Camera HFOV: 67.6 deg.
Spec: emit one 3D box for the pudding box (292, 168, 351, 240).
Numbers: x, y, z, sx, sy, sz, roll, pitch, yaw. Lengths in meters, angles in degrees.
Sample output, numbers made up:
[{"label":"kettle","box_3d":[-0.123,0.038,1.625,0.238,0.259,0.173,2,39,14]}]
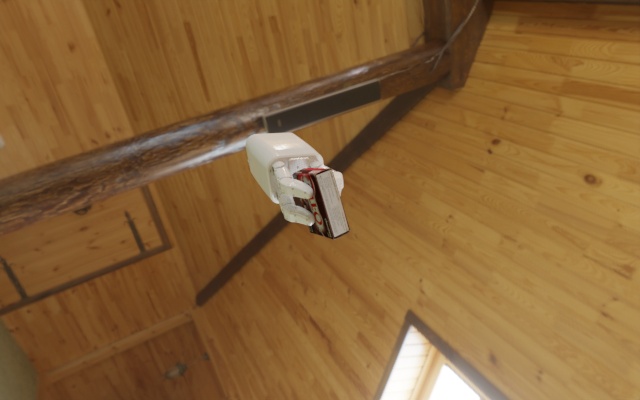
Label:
[{"label":"pudding box","box_3d":[0.000,0.003,0.790,0.039,0.113,0.090,-24,14,-22]}]
